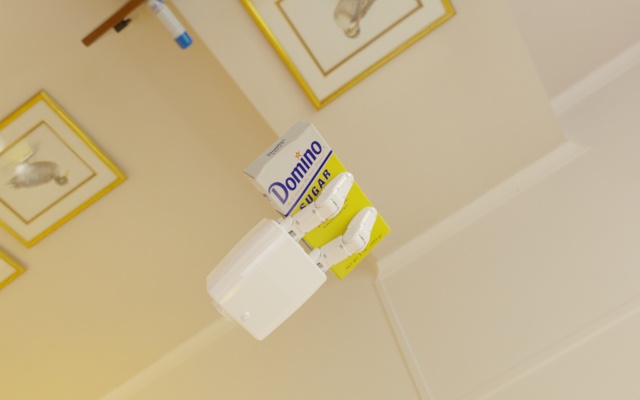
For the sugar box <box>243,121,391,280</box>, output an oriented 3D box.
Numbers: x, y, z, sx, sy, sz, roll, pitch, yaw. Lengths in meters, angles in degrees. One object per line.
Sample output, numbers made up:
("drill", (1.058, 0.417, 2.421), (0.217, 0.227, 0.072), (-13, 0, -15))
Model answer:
("sugar box", (0.000, 0.002, 0.571), (0.093, 0.176, 0.048), (-44, 28, -10))
